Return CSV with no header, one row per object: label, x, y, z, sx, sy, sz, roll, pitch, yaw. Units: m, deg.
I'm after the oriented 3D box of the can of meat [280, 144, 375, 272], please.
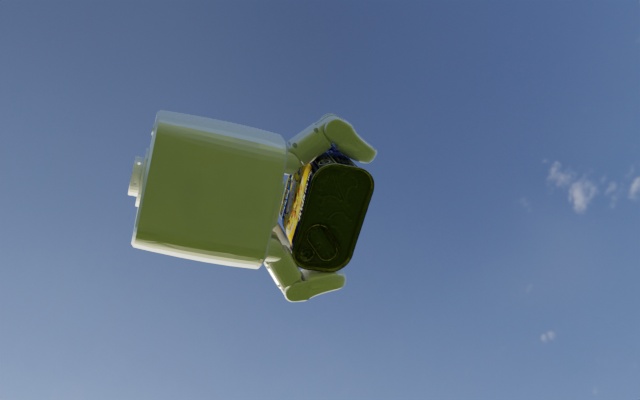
can of meat,0.000,0.001,0.448,0.057,0.102,0.084,8,21,-20
